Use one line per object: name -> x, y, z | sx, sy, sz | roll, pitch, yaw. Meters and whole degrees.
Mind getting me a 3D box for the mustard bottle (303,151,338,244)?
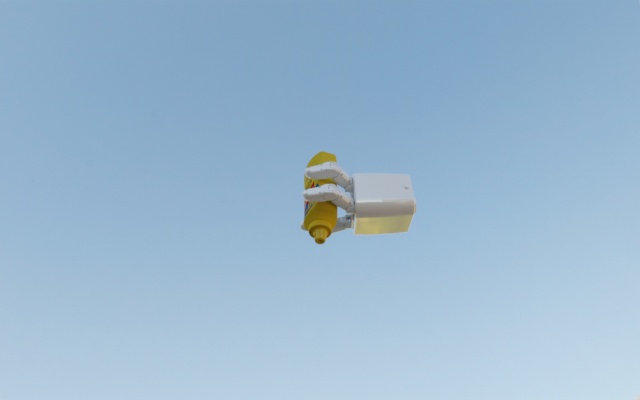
mustard bottle -> 0.000, 0.003, 0.883 | 0.058, 0.191, 0.096 | 17, -47, -16
